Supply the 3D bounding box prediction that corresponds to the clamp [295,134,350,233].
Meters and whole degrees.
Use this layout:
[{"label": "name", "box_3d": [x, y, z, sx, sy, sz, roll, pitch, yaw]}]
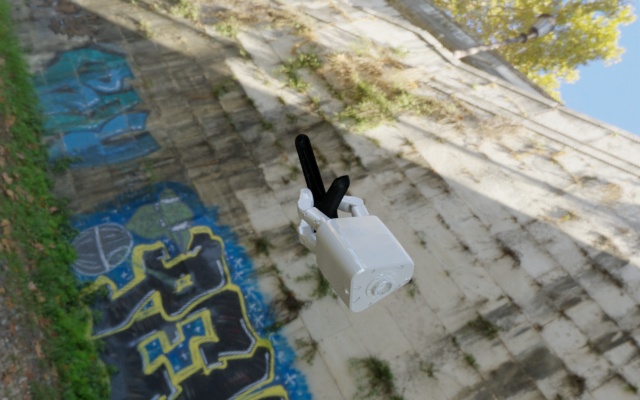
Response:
[{"label": "clamp", "box_3d": [0.001, 0.003, 0.787, 0.036, 0.210, 0.164, -16, 43, -18]}]
